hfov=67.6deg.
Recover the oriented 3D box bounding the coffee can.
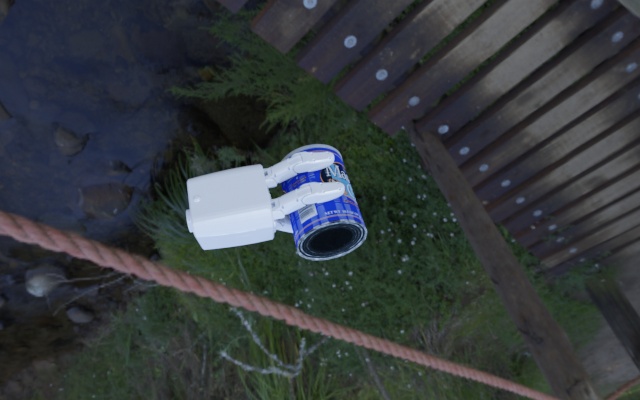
[{"bbox_3d":[0.000,0.002,0.706,0.103,0.140,0.103,-11,-34,-8],"label":"coffee can"}]
